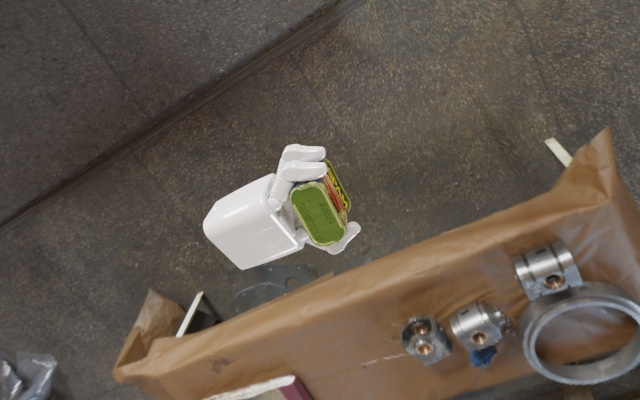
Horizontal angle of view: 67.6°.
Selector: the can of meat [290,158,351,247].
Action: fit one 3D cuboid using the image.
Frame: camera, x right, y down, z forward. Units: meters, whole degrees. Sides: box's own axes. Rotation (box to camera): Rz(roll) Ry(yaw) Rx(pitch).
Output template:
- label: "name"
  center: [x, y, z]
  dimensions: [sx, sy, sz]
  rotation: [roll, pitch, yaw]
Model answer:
- label: "can of meat"
  center: [0.000, 0.002, 0.673]
  dimensions: [0.057, 0.102, 0.084]
  rotation: [-21, 23, 16]
